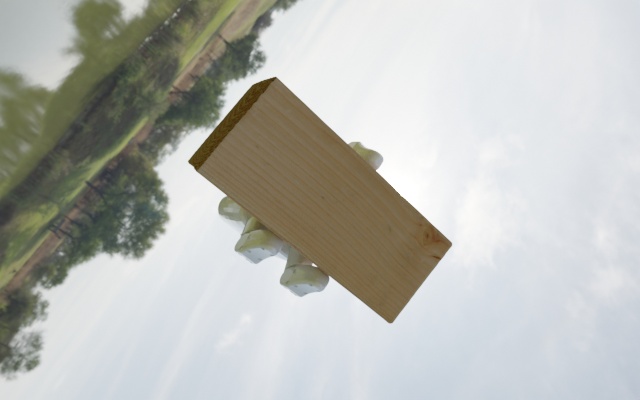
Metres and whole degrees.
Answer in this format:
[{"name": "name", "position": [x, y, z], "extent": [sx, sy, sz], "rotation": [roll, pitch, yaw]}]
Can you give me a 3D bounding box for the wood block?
[{"name": "wood block", "position": [0.000, 0.001, 0.410], "extent": [0.206, 0.091, 0.090], "rotation": [40, -5, -21]}]
